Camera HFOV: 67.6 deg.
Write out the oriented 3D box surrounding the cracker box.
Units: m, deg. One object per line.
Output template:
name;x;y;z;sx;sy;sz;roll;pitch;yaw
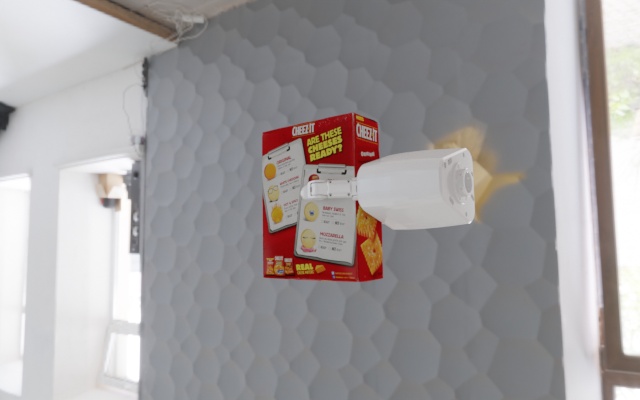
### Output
cracker box;0.000;0.002;0.663;0.164;0.213;0.072;-5;-7;37
